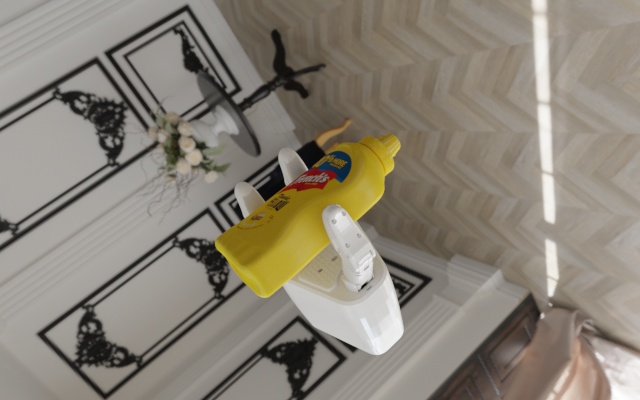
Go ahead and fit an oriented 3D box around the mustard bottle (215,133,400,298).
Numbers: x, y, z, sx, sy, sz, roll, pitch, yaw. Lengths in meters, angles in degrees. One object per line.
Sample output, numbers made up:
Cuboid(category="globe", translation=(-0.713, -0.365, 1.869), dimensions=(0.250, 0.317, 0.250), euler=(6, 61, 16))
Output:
Cuboid(category="mustard bottle", translation=(0.000, 0.001, 0.431), dimensions=(0.191, 0.058, 0.096), euler=(-39, 21, -16))
